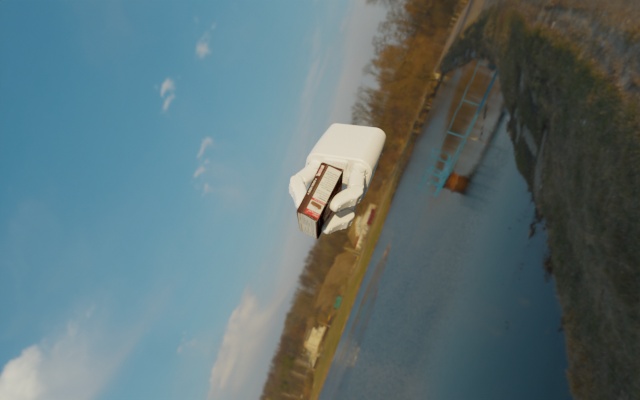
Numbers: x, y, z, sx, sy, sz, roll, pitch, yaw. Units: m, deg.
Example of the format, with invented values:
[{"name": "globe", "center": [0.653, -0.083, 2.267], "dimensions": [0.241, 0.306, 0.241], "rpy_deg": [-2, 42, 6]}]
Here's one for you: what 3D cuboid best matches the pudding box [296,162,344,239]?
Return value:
[{"name": "pudding box", "center": [0.000, 0.002, 0.736], "dimensions": [0.039, 0.090, 0.113], "rpy_deg": [23, -16, 10]}]
